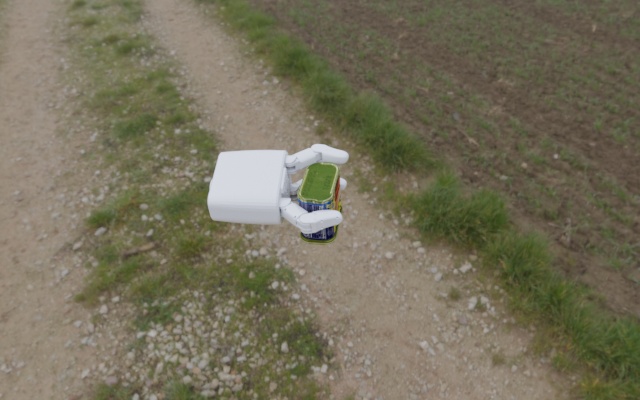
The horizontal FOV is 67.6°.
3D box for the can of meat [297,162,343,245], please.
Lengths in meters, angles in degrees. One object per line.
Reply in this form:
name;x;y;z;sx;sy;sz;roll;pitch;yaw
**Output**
can of meat;0.000;0.002;0.726;0.057;0.084;0.102;4;39;10
